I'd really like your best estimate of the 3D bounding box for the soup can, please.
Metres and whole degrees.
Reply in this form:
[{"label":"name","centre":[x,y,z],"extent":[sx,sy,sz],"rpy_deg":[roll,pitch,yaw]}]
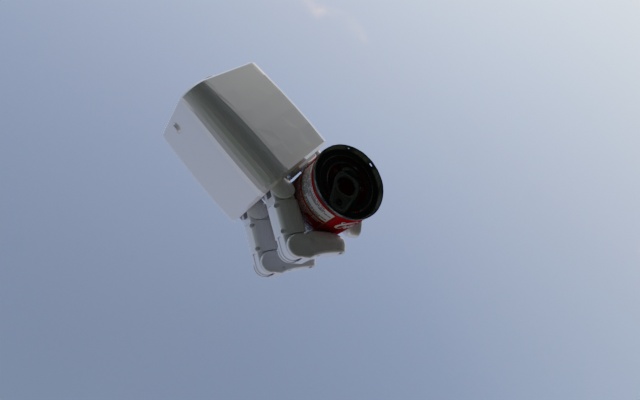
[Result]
[{"label":"soup can","centre":[0.000,0.002,0.435],"extent":[0.068,0.068,0.102],"rpy_deg":[0,-20,-31]}]
